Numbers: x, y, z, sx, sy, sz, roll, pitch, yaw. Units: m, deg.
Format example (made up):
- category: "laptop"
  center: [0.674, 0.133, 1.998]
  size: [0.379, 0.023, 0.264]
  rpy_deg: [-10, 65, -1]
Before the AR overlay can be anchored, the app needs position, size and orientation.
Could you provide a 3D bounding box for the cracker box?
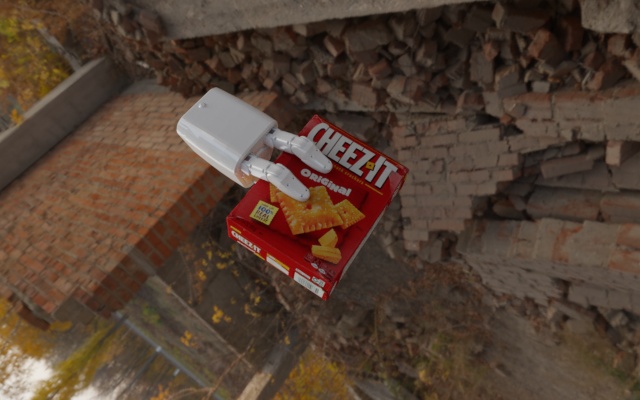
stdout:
- category: "cracker box"
  center: [0.000, 0.002, 0.665]
  size: [0.164, 0.213, 0.072]
  rpy_deg: [32, -27, 10]
